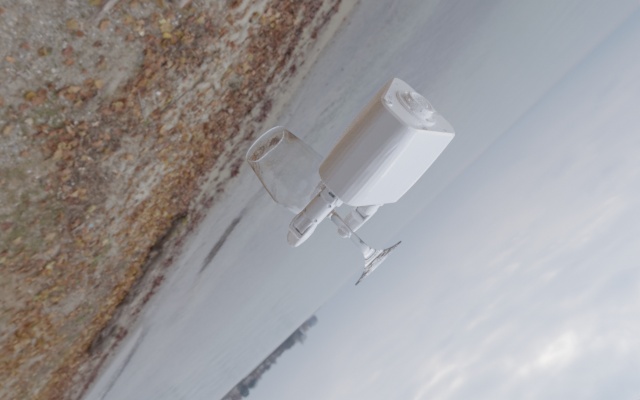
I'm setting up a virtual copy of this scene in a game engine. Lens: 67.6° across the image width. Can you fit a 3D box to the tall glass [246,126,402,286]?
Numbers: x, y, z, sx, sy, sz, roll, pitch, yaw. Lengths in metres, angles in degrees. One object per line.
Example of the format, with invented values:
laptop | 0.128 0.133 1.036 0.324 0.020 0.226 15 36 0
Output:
tall glass | 0.000 0.002 0.567 0.079 0.201 0.079 -42 -10 -9
